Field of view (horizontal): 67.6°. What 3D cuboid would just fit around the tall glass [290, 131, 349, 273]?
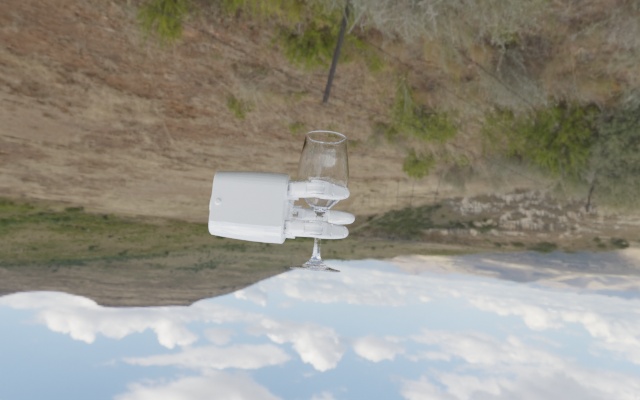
[{"bbox_3d":[0.000,0.003,0.704,0.079,0.201,0.079,5,-7,1],"label":"tall glass"}]
